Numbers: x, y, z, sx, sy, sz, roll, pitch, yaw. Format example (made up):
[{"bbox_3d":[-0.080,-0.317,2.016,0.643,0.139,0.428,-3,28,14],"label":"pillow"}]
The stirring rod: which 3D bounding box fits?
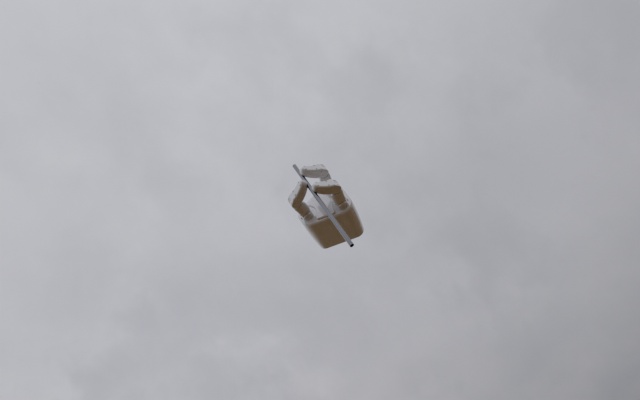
[{"bbox_3d":[0.000,0.003,0.883,0.011,0.011,0.239,0,37,-34],"label":"stirring rod"}]
